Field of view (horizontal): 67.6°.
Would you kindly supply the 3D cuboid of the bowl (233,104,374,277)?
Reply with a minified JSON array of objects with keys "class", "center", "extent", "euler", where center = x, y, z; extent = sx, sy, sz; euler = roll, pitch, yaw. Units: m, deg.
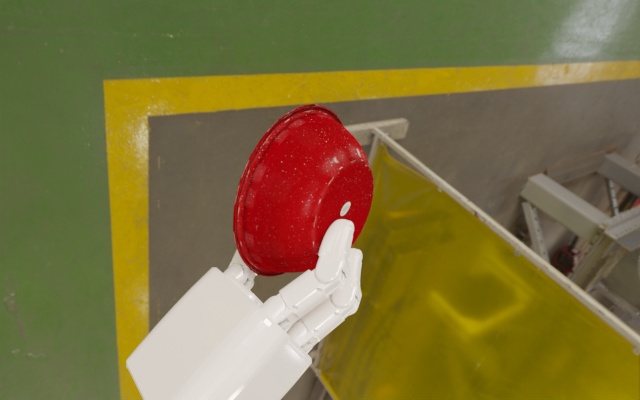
[{"class":"bowl","center":[0.001,0.000,0.420],"extent":[0.055,0.162,0.162],"euler":[21,11,31]}]
